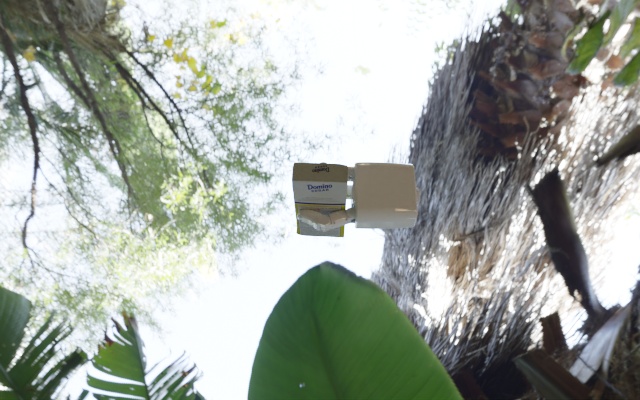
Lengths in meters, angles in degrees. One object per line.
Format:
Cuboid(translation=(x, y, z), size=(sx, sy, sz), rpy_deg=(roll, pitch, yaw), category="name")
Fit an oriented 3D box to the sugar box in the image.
Cuboid(translation=(0.000, 0.002, 0.844), size=(0.093, 0.048, 0.176), rpy_deg=(3, -37, 1), category="sugar box")
